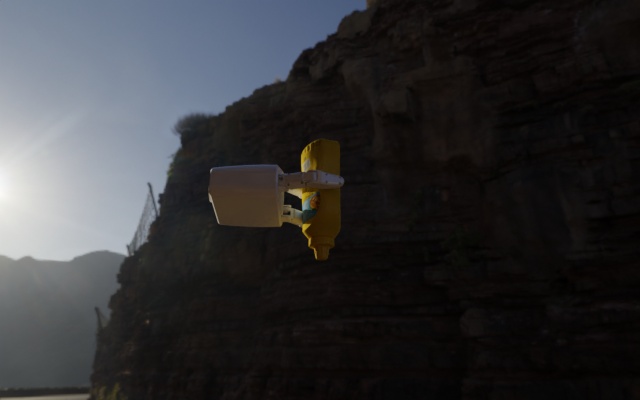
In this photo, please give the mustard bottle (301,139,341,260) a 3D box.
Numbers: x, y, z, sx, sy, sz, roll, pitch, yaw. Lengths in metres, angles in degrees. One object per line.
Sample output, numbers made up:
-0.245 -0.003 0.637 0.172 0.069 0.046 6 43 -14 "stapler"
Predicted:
0.000 0.002 0.784 0.058 0.191 0.096 8 -21 -22 "mustard bottle"
